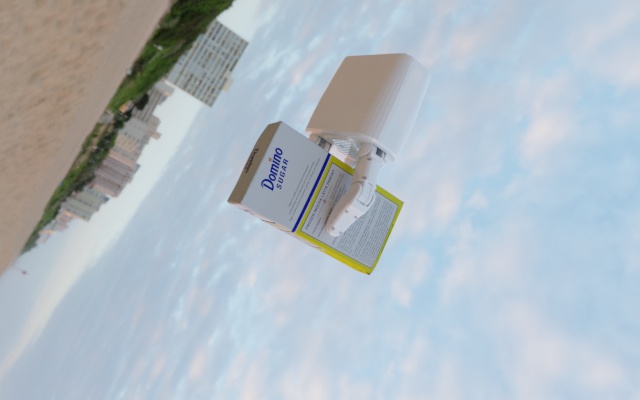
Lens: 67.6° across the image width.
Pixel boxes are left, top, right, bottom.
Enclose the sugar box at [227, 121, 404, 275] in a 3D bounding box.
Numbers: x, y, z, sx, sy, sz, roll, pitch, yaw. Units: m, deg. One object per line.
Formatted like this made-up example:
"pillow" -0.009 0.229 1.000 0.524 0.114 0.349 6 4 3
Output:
"sugar box" 0.000 0.002 0.506 0.176 0.093 0.048 31 -12 -26
